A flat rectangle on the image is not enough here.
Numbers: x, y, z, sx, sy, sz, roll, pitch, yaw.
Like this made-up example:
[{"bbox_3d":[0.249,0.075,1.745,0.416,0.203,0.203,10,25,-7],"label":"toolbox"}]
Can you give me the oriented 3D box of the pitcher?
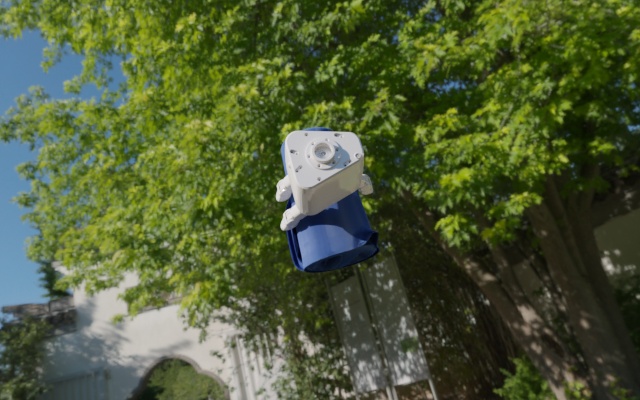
[{"bbox_3d":[0.000,0.003,0.850,0.149,0.242,0.145,-14,-19,-4],"label":"pitcher"}]
